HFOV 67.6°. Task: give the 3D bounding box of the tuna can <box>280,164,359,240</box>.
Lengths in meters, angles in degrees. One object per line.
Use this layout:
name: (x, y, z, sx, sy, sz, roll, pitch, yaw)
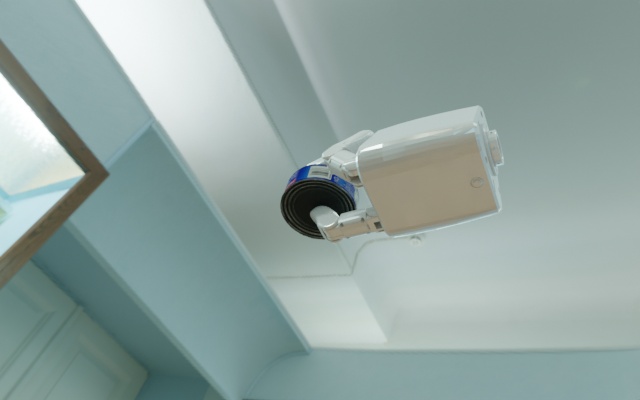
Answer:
tuna can: (0.000, 0.001, 0.538, 0.086, 0.086, 0.033, 0, 38, 13)
